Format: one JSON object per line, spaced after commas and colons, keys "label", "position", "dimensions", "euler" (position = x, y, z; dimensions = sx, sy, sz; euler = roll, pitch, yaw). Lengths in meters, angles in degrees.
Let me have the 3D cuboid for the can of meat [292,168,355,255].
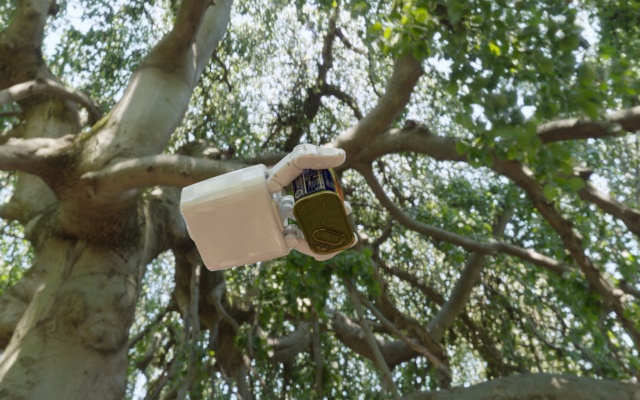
{"label": "can of meat", "position": [0.000, 0.002, 0.588], "dimensions": [0.057, 0.102, 0.083], "euler": [-17, 43, 6]}
